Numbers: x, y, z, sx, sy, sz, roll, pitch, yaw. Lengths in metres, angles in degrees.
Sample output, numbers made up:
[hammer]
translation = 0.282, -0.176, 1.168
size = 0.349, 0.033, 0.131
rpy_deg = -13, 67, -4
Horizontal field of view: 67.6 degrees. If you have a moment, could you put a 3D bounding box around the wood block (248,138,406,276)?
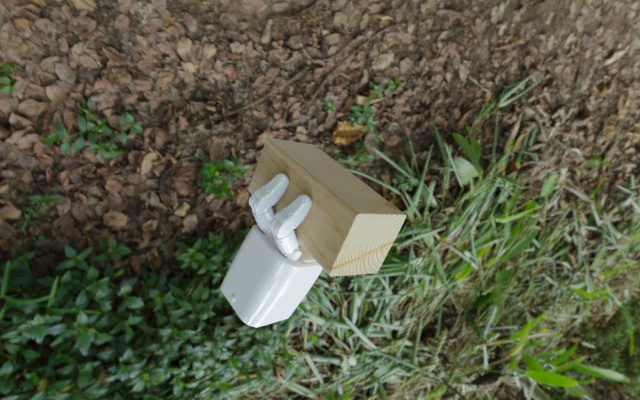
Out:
[wood block]
translation = 0.000, 0.003, 0.640
size = 0.091, 0.090, 0.206
rpy_deg = 4, 28, -42
